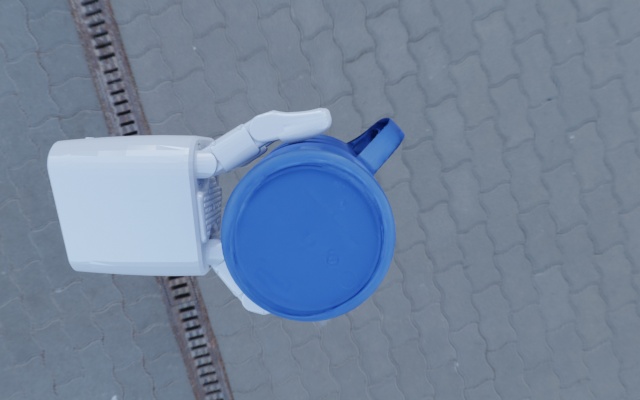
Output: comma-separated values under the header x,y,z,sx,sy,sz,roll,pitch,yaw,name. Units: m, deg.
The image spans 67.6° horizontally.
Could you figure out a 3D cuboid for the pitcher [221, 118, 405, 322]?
x,y,z,sx,sy,sz,roll,pitch,yaw,name
0.000,0.001,0.401,0.145,0.149,0.243,2,7,0,pitcher
